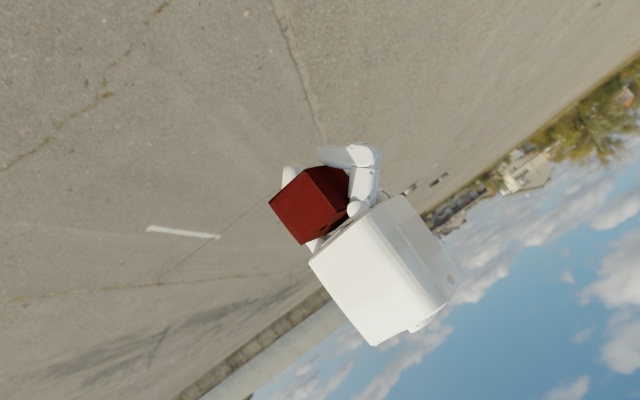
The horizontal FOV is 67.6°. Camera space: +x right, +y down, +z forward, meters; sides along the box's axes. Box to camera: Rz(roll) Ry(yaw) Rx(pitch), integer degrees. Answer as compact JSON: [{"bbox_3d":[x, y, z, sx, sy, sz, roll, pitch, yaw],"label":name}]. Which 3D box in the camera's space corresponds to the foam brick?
[{"bbox_3d":[0.000,0.002,0.460,0.053,0.051,0.078,-41,-11,26],"label":"foam brick"}]
